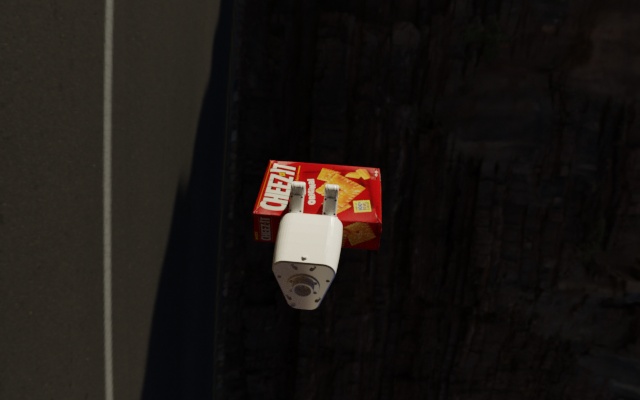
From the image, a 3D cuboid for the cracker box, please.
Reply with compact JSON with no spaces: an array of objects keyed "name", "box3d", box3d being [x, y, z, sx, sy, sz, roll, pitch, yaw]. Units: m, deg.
[{"name":"cracker box","box3d":[0.000,0.003,0.850,0.213,0.072,0.164,5,38,3]}]
